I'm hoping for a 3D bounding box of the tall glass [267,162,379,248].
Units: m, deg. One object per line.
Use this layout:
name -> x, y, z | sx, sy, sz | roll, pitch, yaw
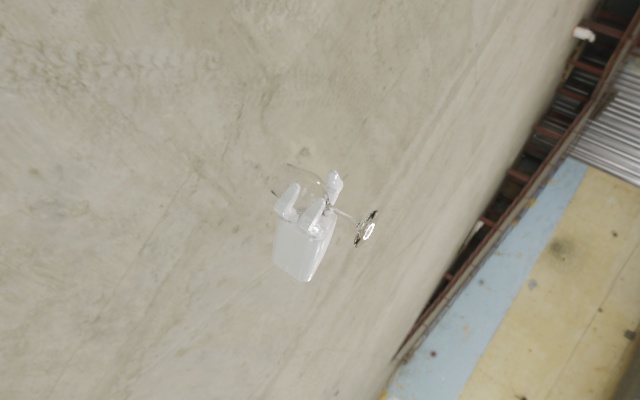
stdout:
tall glass -> 0.001, 0.003, 0.853 | 0.201, 0.079, 0.079 | 31, 13, 22
